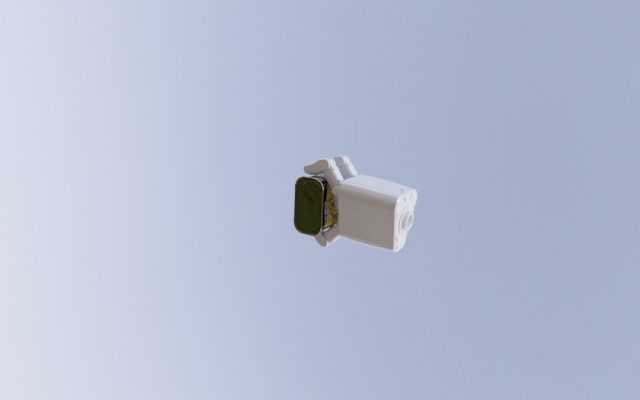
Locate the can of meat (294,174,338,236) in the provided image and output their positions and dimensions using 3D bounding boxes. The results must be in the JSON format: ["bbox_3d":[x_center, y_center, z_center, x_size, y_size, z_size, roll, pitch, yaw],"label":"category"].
[{"bbox_3d":[0.000,0.003,0.849,0.057,0.102,0.084,11,16,30],"label":"can of meat"}]
